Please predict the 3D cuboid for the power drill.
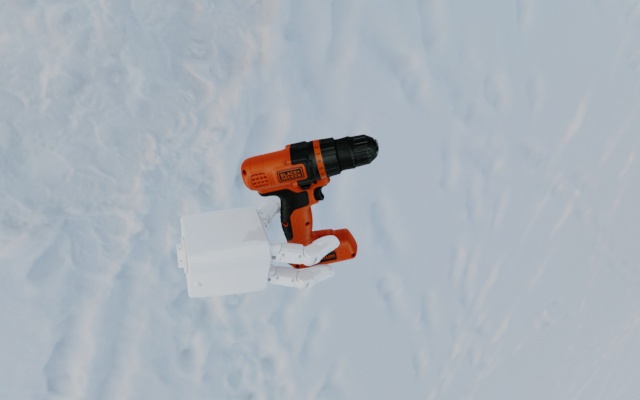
[{"bbox_3d":[0.000,0.003,0.669,0.184,0.188,0.057,-11,32,6],"label":"power drill"}]
